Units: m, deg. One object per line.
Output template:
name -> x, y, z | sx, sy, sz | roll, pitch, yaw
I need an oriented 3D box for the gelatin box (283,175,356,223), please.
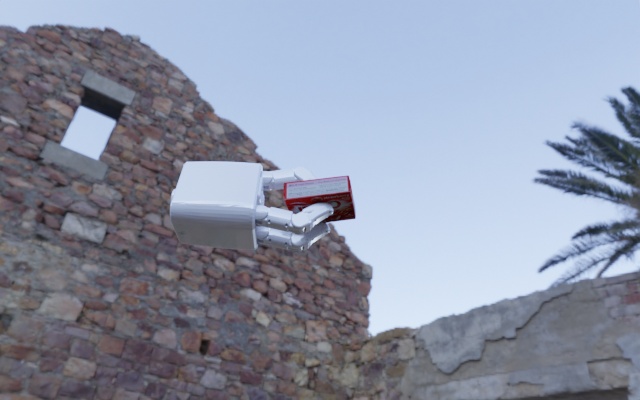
gelatin box -> 0.000, 0.002, 0.643 | 0.089, 0.030, 0.073 | -7, -32, 6
